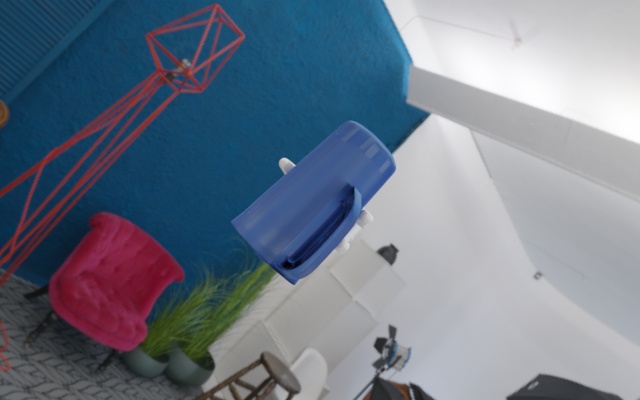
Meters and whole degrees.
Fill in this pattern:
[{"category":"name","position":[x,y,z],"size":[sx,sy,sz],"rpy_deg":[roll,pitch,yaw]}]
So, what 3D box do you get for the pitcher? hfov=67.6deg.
[{"category":"pitcher","position":[0.000,0.002,0.708],"size":[0.149,0.243,0.145],"rpy_deg":[44,-4,14]}]
